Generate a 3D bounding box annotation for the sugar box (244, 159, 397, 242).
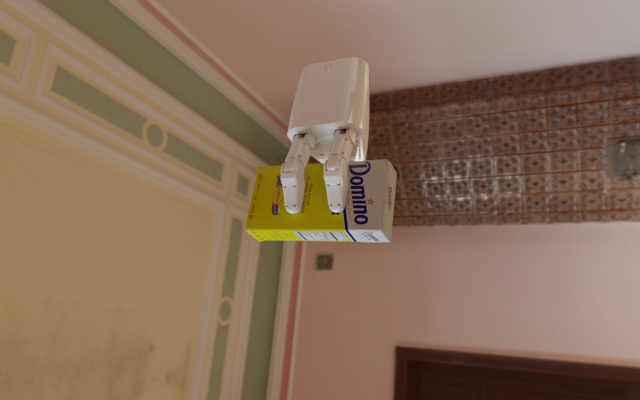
[{"bbox_3d":[0.000,0.002,0.583,0.176,0.093,0.048,-3,-26,24],"label":"sugar box"}]
